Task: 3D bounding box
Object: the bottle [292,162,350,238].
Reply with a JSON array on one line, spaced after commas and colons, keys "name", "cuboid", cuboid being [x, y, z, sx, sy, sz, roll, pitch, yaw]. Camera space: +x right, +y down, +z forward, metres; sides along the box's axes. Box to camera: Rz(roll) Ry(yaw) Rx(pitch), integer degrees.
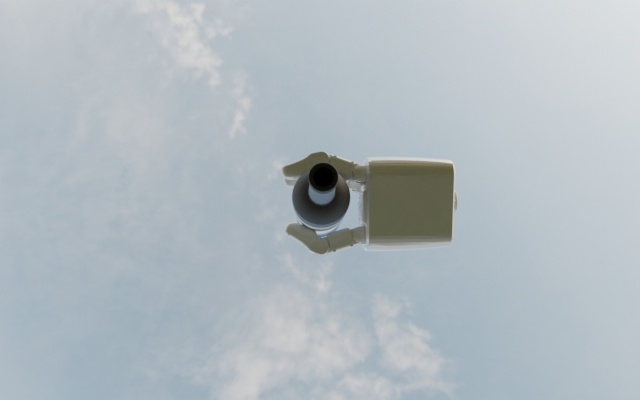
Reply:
[{"name": "bottle", "cuboid": [0.000, 0.002, 0.577, 0.069, 0.069, 0.296, 0, -9, -1]}]
